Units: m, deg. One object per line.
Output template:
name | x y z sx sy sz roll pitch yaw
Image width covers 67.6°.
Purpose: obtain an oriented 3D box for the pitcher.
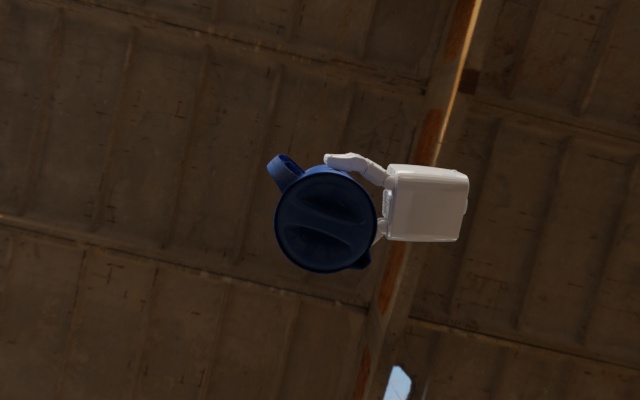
pitcher | 0.000 0.002 0.717 0.145 0.149 0.243 1 10 0
